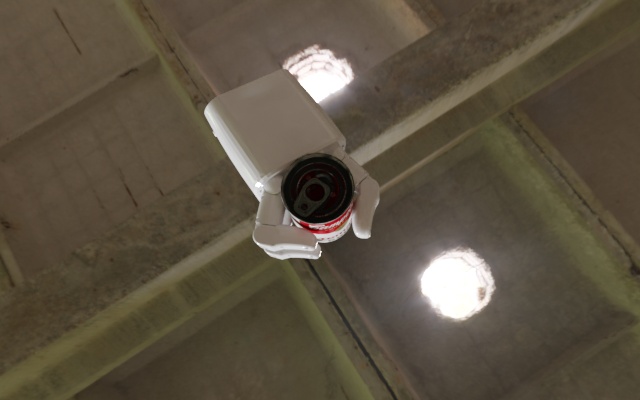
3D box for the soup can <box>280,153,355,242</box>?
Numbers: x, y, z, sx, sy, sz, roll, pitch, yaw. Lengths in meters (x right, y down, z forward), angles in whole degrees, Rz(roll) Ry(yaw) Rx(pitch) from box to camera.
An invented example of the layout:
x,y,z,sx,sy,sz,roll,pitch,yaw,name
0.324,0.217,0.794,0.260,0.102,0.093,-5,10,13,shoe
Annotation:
x,y,z,sx,sy,sz,roll,pitch,yaw,name
0.000,0.002,0.481,0.068,0.068,0.102,0,-15,4,soup can
